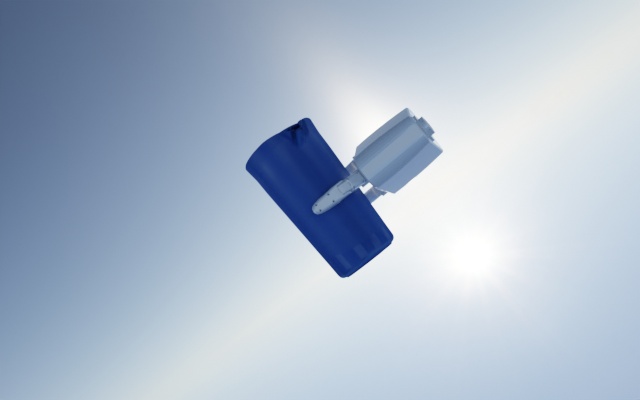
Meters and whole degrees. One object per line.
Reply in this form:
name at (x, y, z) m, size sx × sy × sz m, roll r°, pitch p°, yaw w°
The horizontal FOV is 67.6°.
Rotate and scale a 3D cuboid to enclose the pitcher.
pitcher at (0.000, 0.002, 0.768) m, size 0.145 × 0.243 × 0.149 m, roll -40°, pitch -8°, yaw 18°
